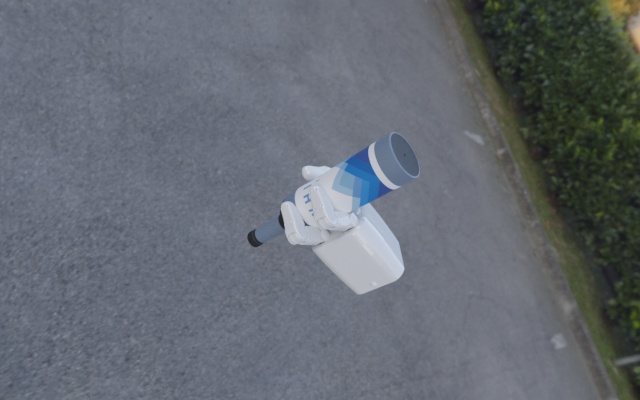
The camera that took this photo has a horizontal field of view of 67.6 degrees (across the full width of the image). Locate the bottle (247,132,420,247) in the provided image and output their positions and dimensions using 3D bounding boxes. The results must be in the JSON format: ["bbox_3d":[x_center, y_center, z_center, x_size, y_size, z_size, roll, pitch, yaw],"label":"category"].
[{"bbox_3d":[0.000,0.002,0.686,0.296,0.069,0.069,-29,-17,33],"label":"bottle"}]
